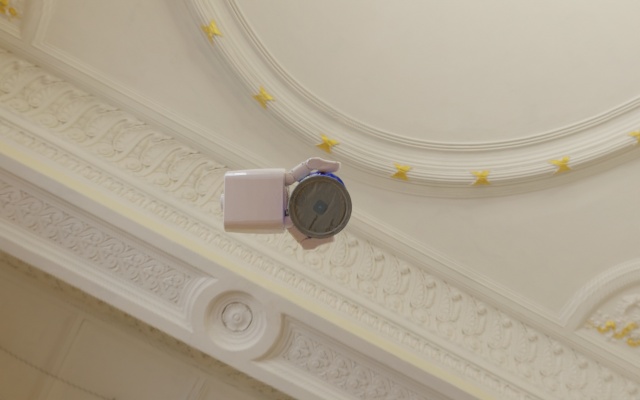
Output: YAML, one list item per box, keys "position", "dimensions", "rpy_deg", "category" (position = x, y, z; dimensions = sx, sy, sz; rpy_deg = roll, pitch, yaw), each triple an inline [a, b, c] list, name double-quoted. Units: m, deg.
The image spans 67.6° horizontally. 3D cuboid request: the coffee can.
- position: [0.000, 0.003, 0.831]
  dimensions: [0.103, 0.103, 0.140]
  rpy_deg: [0, 7, 1]
  category: "coffee can"
